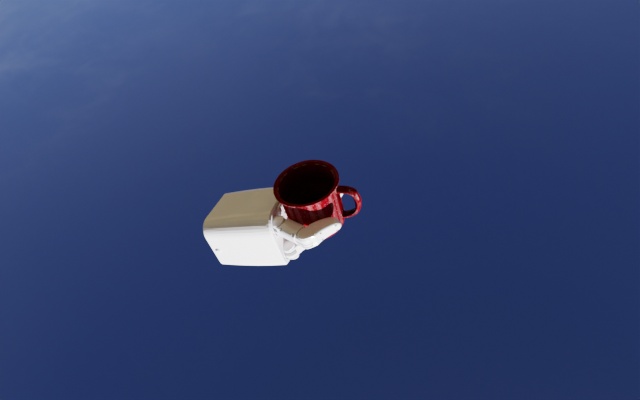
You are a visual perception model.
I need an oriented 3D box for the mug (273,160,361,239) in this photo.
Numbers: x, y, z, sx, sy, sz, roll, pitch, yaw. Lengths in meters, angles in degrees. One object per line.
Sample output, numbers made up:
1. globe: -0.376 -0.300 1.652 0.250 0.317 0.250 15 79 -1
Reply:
1. mug: 0.002 0.002 0.674 0.117 0.093 0.082 -3 -44 15
